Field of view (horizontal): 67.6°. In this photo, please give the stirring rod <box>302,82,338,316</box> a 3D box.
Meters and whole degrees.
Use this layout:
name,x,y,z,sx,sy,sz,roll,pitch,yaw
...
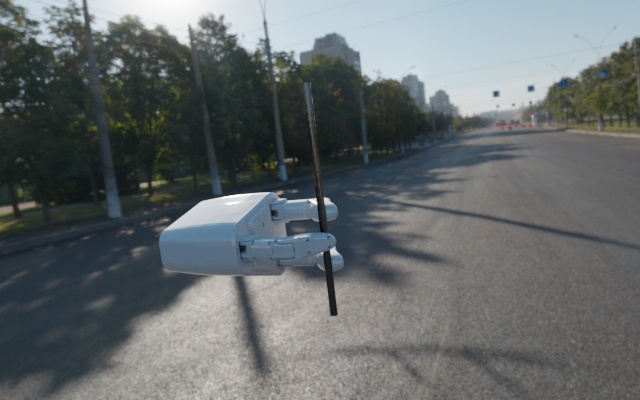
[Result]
name,x,y,z,sx,sy,sz,roll,pitch,yaw
stirring rod,0.000,0.002,0.488,0.011,0.239,0.011,-7,7,1
